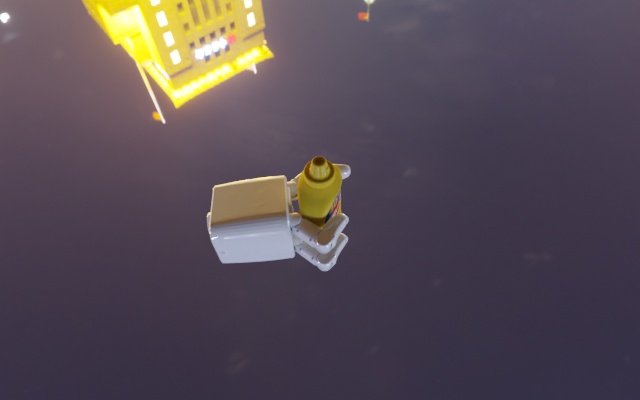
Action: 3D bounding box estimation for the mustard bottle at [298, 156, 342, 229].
[{"bbox_3d":[0.000,0.002,0.677,0.058,0.096,0.192,14,-31,11],"label":"mustard bottle"}]
